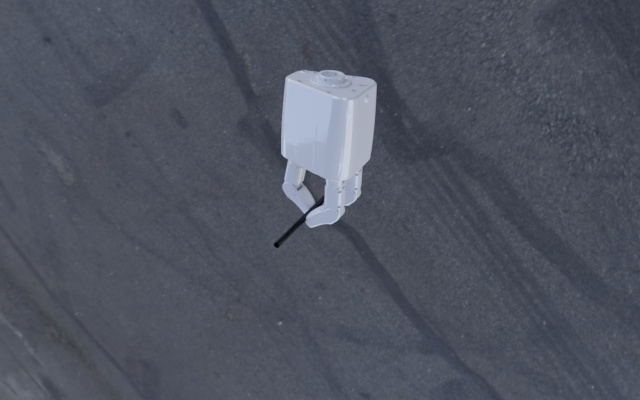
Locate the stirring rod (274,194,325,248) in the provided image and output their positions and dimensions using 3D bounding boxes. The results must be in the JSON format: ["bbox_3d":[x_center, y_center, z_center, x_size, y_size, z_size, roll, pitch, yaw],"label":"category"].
[{"bbox_3d":[0.000,0.002,0.685,0.011,0.011,0.239,0,26,31],"label":"stirring rod"}]
